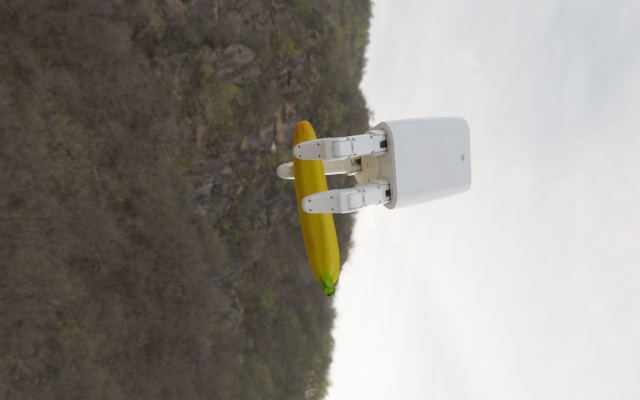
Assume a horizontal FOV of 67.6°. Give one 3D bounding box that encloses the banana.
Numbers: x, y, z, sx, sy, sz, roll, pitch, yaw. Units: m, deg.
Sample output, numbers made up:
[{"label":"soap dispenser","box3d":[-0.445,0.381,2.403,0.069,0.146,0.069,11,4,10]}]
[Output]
[{"label":"banana","box3d":[-0.003,0.010,0.547,0.037,0.197,0.070,-8,-13,-15]}]
